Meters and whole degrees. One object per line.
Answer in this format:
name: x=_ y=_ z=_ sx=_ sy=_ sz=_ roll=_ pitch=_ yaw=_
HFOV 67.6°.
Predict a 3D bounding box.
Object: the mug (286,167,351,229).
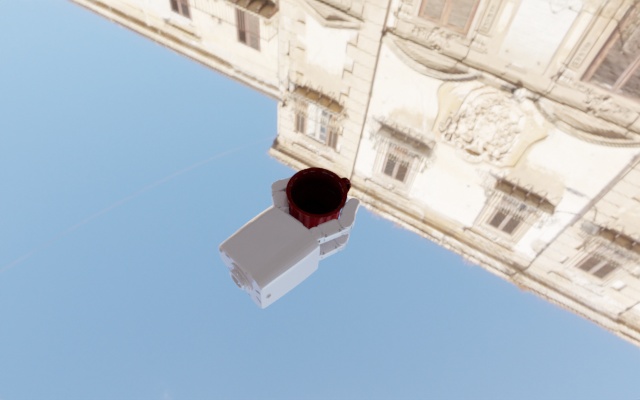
mug: x=0.001 y=0.002 z=0.756 sx=0.117 sy=0.093 sz=0.082 roll=-34 pitch=-24 yaw=-25
